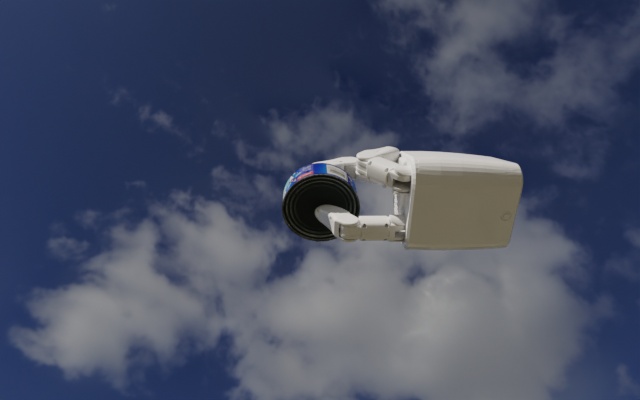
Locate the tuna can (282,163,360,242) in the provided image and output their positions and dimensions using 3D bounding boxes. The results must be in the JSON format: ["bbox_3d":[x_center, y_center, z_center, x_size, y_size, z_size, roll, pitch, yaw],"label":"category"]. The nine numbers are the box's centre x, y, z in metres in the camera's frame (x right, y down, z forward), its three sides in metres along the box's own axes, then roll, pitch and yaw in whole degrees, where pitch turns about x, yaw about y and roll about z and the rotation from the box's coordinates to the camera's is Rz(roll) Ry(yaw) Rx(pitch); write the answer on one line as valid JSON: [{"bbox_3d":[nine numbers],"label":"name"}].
[{"bbox_3d":[0.000,0.001,0.535,0.086,0.086,0.033,0,30,-2],"label":"tuna can"}]
